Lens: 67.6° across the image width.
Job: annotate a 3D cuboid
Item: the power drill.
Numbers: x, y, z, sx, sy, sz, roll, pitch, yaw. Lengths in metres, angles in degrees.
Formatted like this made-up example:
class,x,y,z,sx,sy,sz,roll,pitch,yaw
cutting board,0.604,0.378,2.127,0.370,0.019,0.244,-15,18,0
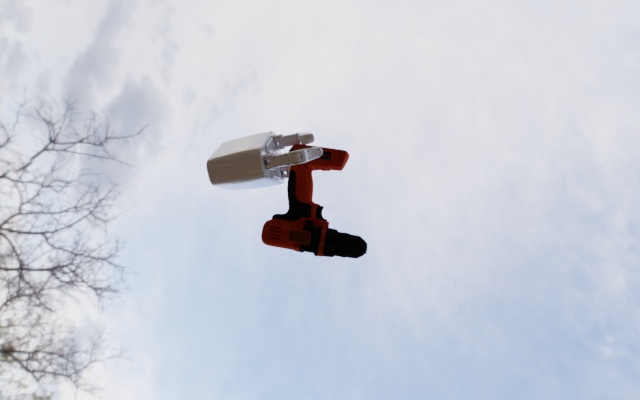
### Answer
class,x,y,z,sx,sy,sz,roll,pitch,yaw
power drill,0.000,0.002,0.833,0.184,0.187,0.057,9,-9,0
